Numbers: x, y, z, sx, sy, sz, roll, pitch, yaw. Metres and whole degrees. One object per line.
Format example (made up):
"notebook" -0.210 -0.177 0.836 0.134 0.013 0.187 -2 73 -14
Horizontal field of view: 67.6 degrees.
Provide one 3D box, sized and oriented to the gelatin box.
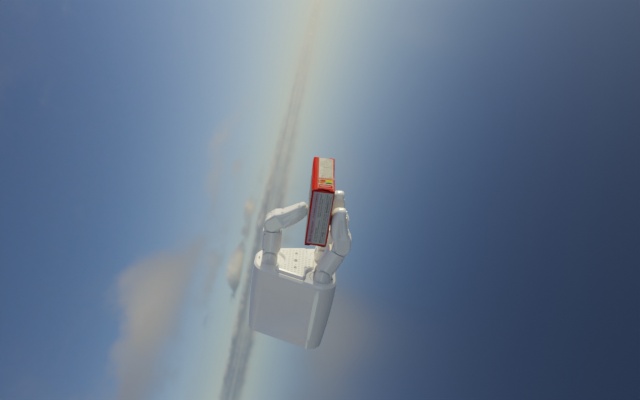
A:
"gelatin box" 0.000 0.002 0.597 0.030 0.089 0.073 6 37 -3
